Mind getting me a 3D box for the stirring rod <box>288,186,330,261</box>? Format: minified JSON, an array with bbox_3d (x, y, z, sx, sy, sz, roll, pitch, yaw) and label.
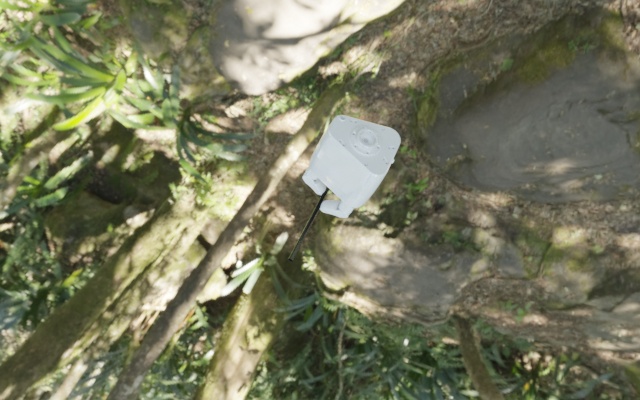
[{"bbox_3d":[0.000,0.003,0.831,0.011,0.239,0.011,21,-29,12],"label":"stirring rod"}]
